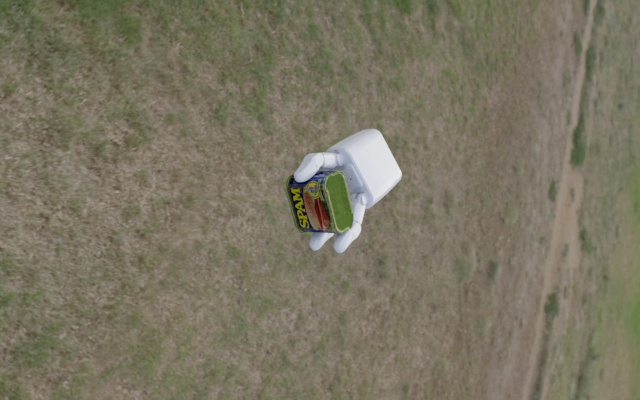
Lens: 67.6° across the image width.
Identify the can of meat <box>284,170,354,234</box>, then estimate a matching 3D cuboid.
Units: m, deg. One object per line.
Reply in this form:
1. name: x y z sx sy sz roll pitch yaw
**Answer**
1. can of meat: 0.000 0.002 0.754 0.084 0.102 0.057 1 22 41
